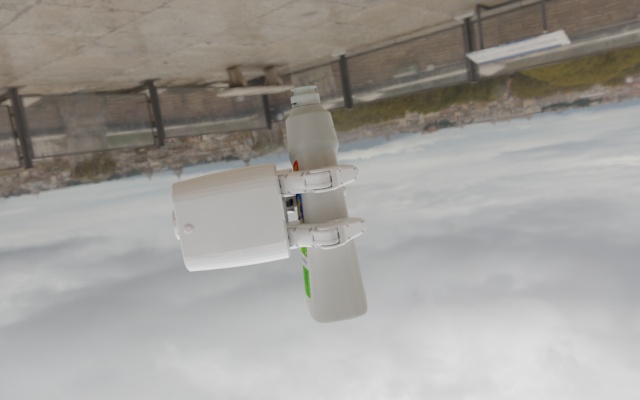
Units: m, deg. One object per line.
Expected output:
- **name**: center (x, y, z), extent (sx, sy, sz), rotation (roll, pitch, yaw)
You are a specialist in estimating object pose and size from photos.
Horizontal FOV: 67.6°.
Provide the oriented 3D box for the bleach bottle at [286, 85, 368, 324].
- **bleach bottle**: center (0.000, 0.002, 0.534), extent (0.068, 0.251, 0.102), rotation (-10, 7, -6)
